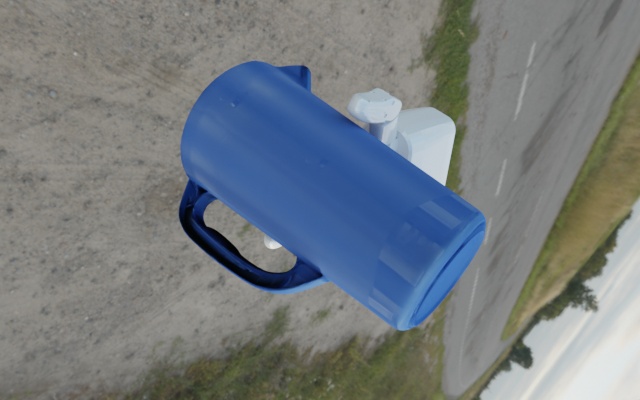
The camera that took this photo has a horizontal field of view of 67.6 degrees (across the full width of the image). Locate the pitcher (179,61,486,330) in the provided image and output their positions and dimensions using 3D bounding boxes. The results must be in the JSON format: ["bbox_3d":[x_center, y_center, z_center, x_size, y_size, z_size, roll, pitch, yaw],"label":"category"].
[{"bbox_3d":[0.000,0.001,0.401,0.242,0.149,0.145,37,38,25],"label":"pitcher"}]
